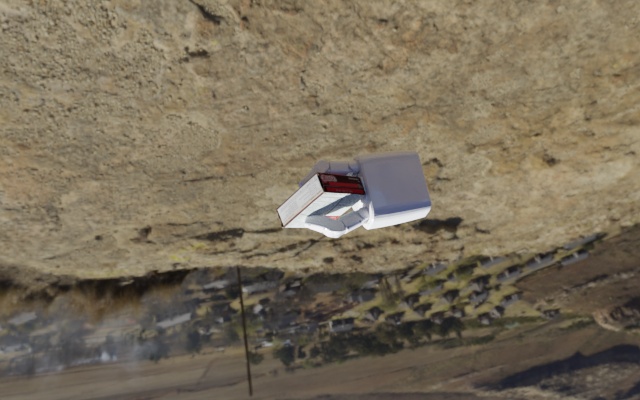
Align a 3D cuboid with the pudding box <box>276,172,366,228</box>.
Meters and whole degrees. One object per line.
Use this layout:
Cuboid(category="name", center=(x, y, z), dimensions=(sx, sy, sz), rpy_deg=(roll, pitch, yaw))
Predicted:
Cuboid(category="pudding box", center=(0.000, 0.003, 0.735), dimensions=(0.090, 0.039, 0.113), rpy_deg=(5, -35, -42))
